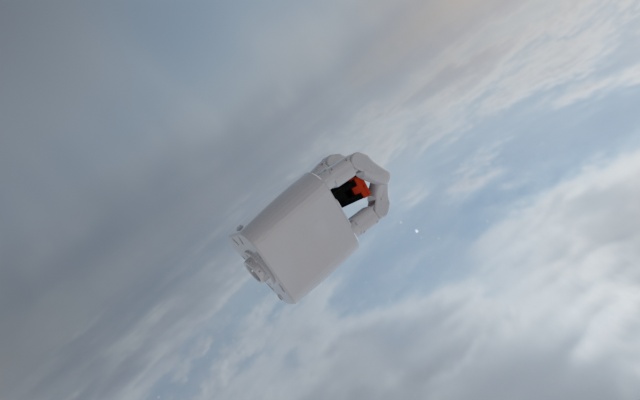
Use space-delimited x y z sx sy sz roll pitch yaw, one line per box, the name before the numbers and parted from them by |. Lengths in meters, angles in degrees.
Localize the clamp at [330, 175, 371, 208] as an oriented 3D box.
clamp | 0.001 0.003 0.640 0.120 0.039 0.171 -40 8 -22
